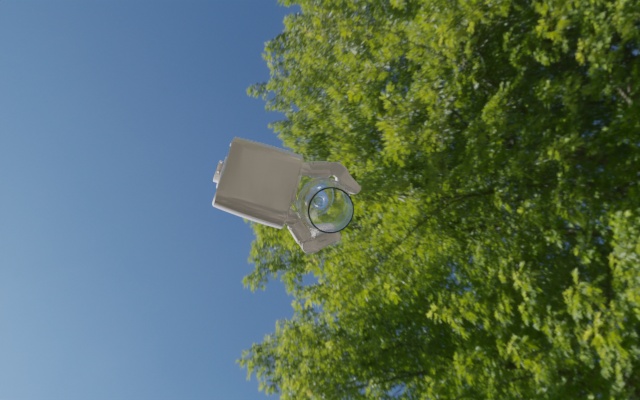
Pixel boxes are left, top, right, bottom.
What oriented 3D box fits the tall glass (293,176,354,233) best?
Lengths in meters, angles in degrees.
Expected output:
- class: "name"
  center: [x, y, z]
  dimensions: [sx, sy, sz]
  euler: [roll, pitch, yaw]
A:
- class: "tall glass"
  center: [0.000, 0.002, 0.723]
  dimensions: [0.079, 0.079, 0.201]
  euler: [0, 6, -8]
